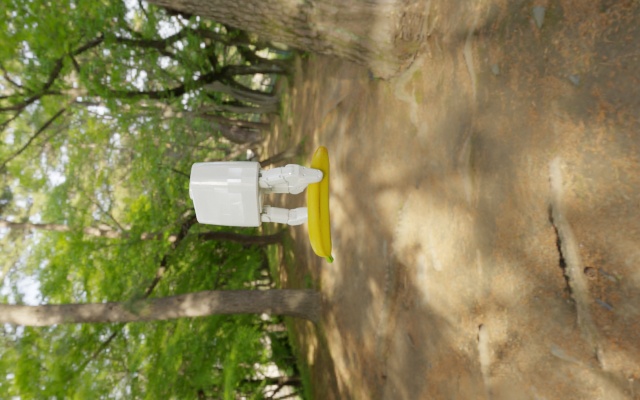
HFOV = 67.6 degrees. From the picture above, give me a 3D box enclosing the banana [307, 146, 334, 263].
[{"bbox_3d":[-0.002,0.005,0.779,0.037,0.198,0.069,-2,-3,6],"label":"banana"}]
